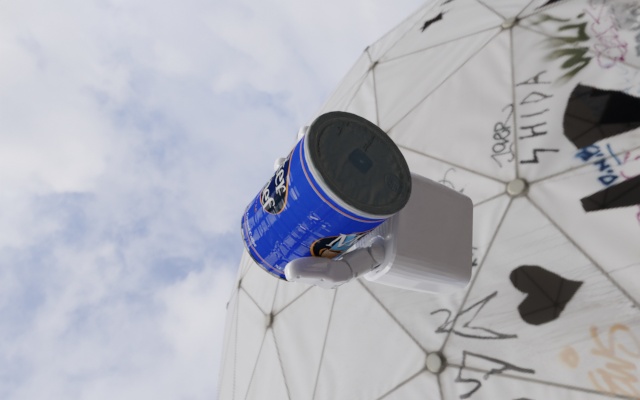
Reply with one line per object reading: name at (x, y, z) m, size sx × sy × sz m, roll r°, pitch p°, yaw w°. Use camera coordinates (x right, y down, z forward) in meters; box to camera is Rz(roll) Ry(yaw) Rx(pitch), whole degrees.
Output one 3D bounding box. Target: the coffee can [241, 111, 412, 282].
coffee can at (0.000, 0.001, 0.440) m, size 0.103 × 0.102 × 0.140 m, roll 0°, pitch -30°, yaw -35°
